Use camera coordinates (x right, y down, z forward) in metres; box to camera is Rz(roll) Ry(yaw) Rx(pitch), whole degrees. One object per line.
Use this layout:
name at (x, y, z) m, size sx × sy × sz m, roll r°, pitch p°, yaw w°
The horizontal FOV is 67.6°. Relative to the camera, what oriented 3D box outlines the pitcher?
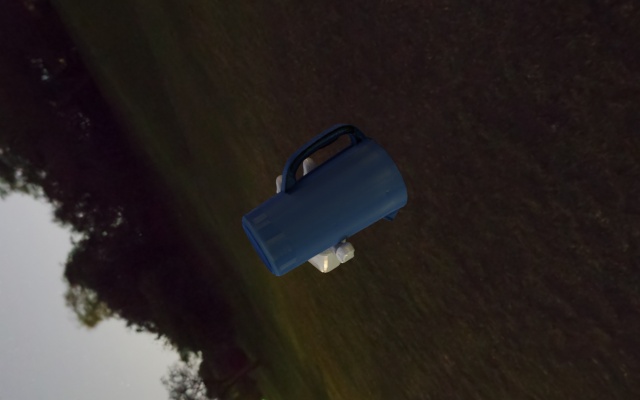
pitcher at (0.000, 0.003, 0.747) m, size 0.243 × 0.149 × 0.145 m, roll -31°, pitch -21°, yaw -14°
